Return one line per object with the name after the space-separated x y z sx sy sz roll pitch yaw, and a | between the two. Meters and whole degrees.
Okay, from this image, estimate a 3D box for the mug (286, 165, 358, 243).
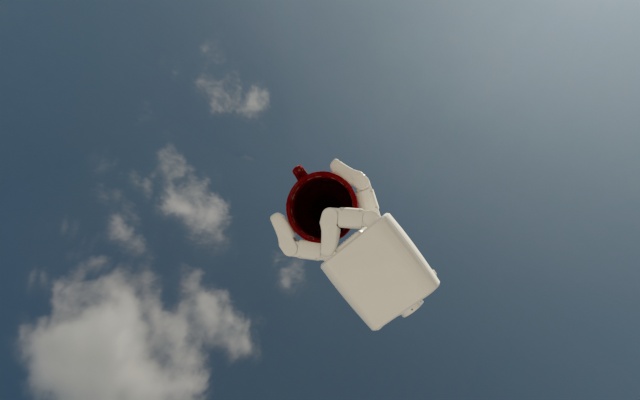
-0.001 0.001 0.651 0.093 0.117 0.081 -38 -8 5 | mug
